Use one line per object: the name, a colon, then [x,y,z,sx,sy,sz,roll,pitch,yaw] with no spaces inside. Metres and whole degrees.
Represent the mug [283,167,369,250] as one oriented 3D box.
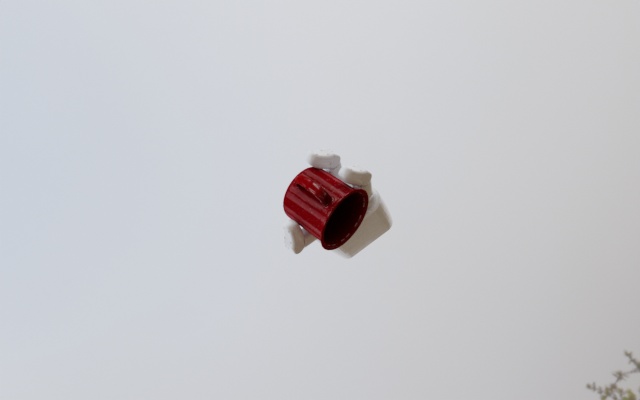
mug: [-0.001,0.001,0.629,0.081,0.093,0.117,34,-7,30]
